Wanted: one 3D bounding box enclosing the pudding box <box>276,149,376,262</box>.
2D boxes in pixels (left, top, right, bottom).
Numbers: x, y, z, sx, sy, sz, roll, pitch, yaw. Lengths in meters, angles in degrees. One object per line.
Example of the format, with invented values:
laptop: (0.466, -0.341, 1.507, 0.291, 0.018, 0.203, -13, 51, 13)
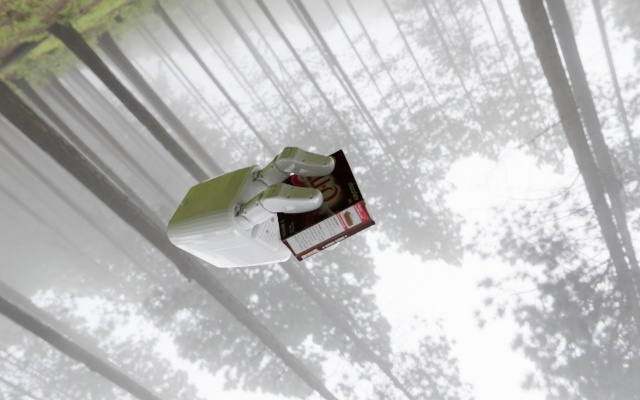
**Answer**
pudding box: (0.000, 0.002, 0.503, 0.090, 0.039, 0.113, -28, 35, 7)
